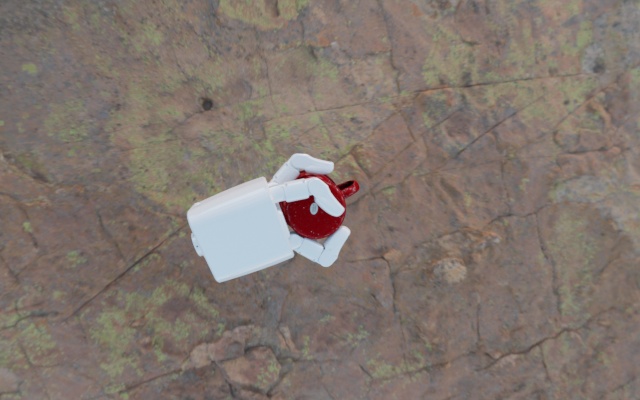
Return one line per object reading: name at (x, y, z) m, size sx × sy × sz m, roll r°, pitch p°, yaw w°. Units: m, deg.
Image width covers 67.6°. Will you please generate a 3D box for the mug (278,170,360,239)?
mug at (0.002, 0.002, 0.660) m, size 0.117 × 0.093 × 0.081 m, roll -22°, pitch 10°, yaw -5°
